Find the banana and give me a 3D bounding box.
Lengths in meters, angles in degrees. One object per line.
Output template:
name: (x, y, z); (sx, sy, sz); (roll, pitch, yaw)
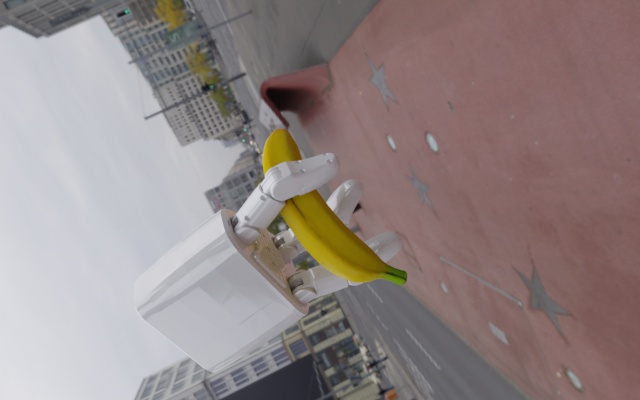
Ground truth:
banana: (-0.009, 0.002, 0.412); (0.037, 0.197, 0.069); (-48, -29, 21)
